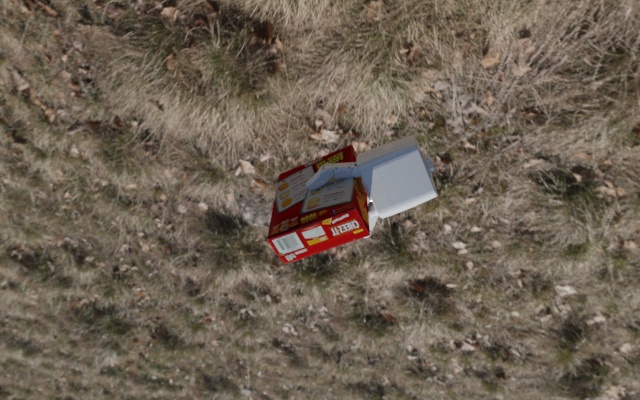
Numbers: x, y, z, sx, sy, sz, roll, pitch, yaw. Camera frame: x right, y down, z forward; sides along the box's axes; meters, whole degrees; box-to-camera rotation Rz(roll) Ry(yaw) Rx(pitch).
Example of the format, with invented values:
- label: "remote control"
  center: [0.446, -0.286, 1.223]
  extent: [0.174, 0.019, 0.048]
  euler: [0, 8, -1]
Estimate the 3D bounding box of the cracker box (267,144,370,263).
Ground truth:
- label: "cracker box"
  center: [0.000, 0.003, 0.872]
  extent: [0.164, 0.072, 0.213]
  euler: [-21, 31, 15]
